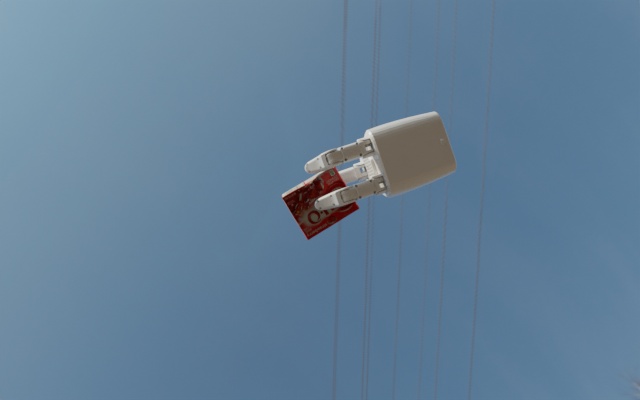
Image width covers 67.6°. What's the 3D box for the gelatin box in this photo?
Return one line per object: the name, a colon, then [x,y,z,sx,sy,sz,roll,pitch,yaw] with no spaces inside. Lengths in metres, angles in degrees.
gelatin box: [0.000,0.002,0.688,0.089,0.073,0.030,-31,11,0]
